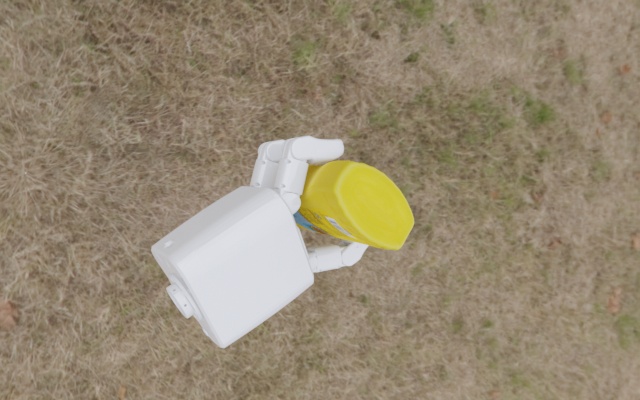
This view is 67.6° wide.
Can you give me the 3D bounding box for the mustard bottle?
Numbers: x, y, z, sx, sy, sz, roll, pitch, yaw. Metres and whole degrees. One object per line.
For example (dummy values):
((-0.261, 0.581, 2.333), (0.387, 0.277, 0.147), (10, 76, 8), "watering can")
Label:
((0.000, 0.001, 0.488), (0.096, 0.058, 0.191), (39, -17, -27), "mustard bottle")
